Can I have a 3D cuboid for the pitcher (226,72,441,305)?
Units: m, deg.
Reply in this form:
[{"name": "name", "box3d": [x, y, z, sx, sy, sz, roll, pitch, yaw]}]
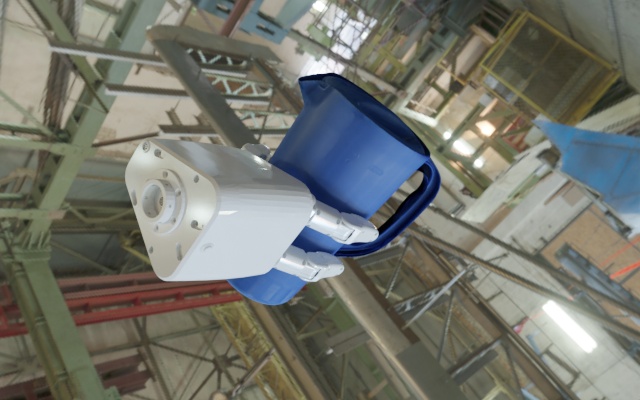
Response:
[{"name": "pitcher", "box3d": [0.000, 0.002, 0.515, 0.149, 0.243, 0.145, 48, 23, 24]}]
